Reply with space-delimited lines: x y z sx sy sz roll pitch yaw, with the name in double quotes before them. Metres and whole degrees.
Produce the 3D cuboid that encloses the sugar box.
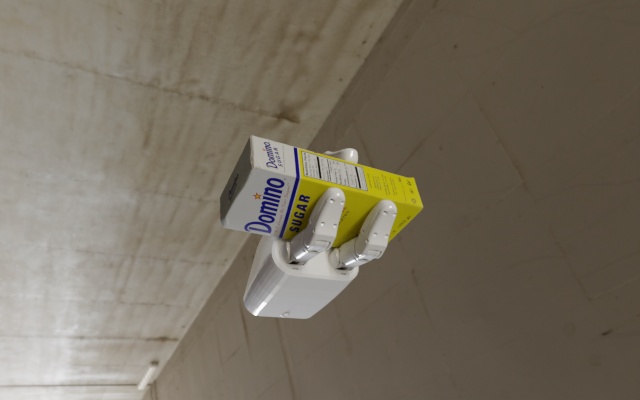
"sugar box" 0.000 0.002 0.465 0.176 0.048 0.093 10 -42 -25
